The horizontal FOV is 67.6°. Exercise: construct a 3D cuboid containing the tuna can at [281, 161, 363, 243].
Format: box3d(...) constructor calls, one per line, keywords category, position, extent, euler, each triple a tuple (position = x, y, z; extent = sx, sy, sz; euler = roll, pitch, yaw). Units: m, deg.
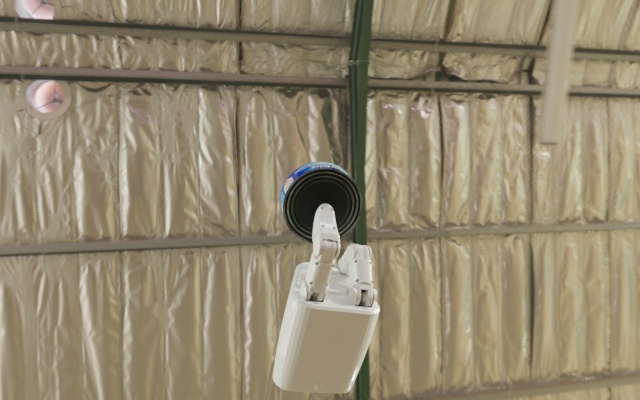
box3d(category="tuna can", position=(0.000, 0.001, 0.517), extent=(0.086, 0.086, 0.033), euler=(0, 20, -11))
